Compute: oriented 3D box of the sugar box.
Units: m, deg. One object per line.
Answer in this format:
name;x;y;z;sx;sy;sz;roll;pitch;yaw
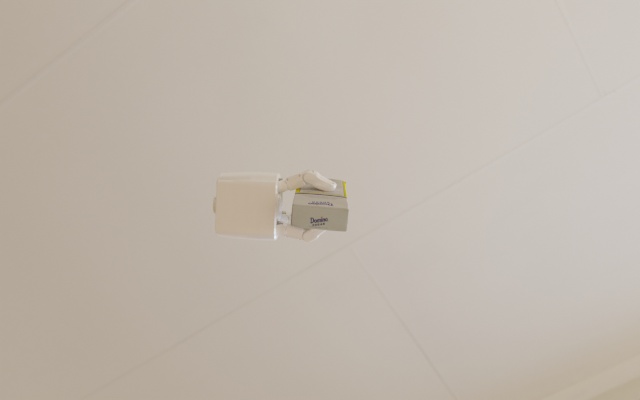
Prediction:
sugar box;0.000;0.003;0.838;0.093;0.048;0.176;5;20;0
